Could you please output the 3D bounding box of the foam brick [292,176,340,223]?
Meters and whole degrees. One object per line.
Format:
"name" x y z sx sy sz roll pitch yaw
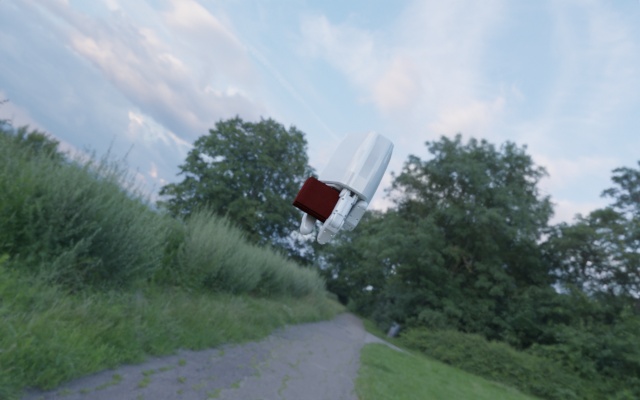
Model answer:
"foam brick" 0.000 0.003 0.789 0.078 0.051 0.053 30 -9 -8
